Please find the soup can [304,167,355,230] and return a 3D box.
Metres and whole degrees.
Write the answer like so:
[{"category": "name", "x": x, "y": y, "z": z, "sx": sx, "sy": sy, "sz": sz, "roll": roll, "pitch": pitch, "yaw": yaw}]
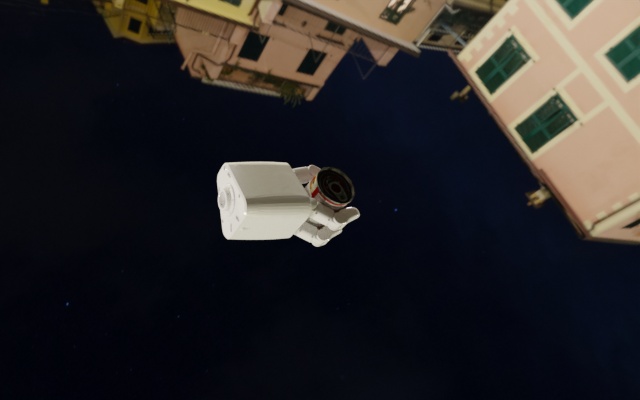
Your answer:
[{"category": "soup can", "x": 0.000, "y": 0.003, "z": 0.770, "sx": 0.068, "sy": 0.068, "sz": 0.102, "roll": 0, "pitch": -32, "yaw": -34}]
